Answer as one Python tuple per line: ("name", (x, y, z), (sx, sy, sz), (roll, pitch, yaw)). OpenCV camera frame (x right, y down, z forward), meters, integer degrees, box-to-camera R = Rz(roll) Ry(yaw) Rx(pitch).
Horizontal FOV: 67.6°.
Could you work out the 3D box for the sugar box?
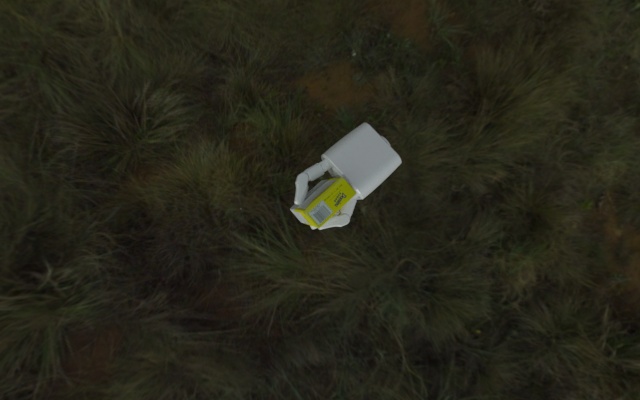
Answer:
("sugar box", (0.001, 0.003, 0.890), (0.093, 0.048, 0.176), (-42, 6, -7))
